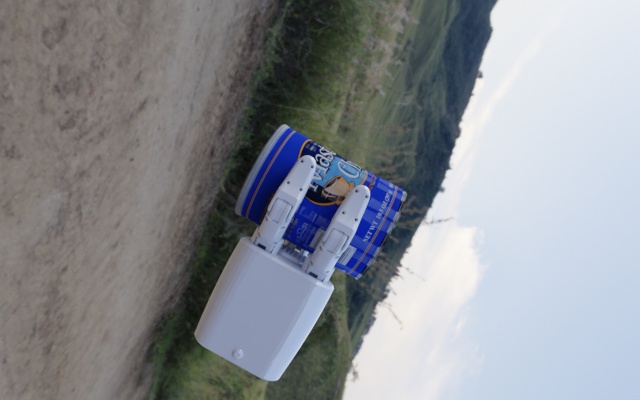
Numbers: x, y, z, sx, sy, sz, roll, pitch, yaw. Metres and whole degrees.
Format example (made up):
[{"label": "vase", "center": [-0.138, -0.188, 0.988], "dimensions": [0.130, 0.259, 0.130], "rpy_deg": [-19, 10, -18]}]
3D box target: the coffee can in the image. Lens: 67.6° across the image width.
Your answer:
[{"label": "coffee can", "center": [0.000, 0.001, 0.483], "dimensions": [0.140, 0.103, 0.103], "rpy_deg": [29, 0, 0]}]
